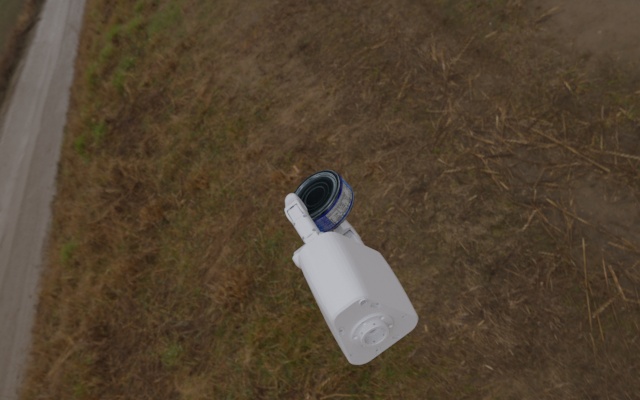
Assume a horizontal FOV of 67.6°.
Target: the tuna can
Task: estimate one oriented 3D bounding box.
[{"bbox_3d":[0.000,0.002,0.627,0.086,0.086,0.034,0,-35,45],"label":"tuna can"}]
